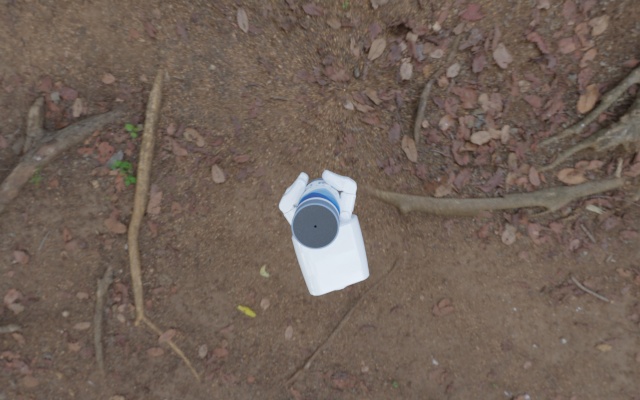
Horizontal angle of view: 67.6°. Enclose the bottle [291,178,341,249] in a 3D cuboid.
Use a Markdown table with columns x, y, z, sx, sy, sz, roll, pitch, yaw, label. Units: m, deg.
| x | y | z | sx | sy | sz | roll | pitch | yaw | label |
| --- | --- | --- | --- | --- | --- | --- | --- | --- | --- |
| 0.000 | 0.003 | 0.793 | 0.069 | 0.069 | 0.295 | 0 | 13 | 3 | bottle |
